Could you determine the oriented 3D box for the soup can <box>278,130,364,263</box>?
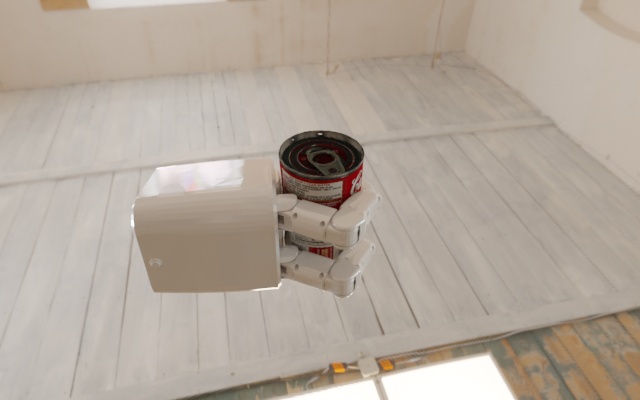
[{"bbox_3d":[0.001,0.001,0.408,0.068,0.102,0.068,1,38,-1],"label":"soup can"}]
